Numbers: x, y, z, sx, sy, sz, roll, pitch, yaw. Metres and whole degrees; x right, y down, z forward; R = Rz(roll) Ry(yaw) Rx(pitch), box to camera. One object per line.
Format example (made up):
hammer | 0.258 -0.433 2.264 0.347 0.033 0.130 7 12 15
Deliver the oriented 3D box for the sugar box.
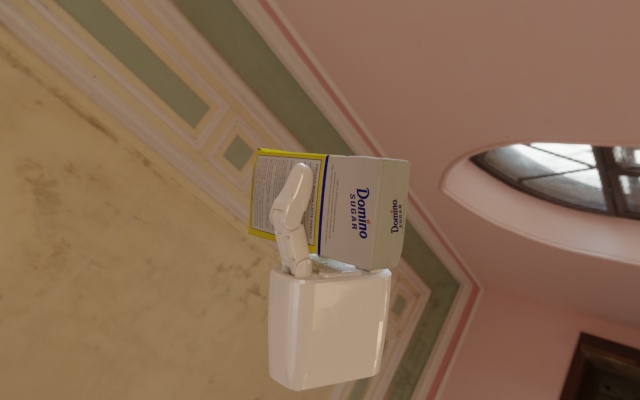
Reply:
sugar box | 0.000 0.002 0.452 0.048 0.093 0.176 0 8 -45
